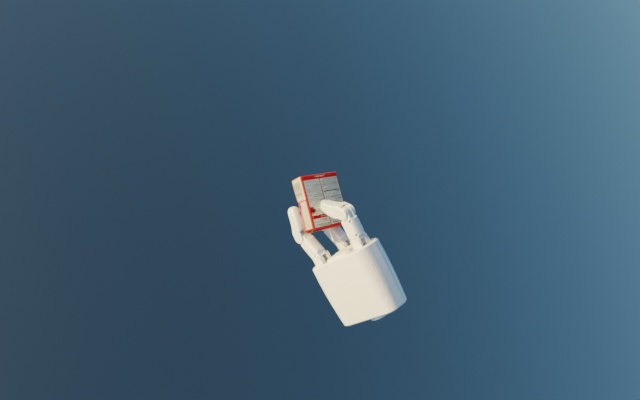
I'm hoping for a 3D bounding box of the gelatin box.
[{"bbox_3d":[0.000,0.002,0.764,0.073,0.089,0.030,-11,-6,-37],"label":"gelatin box"}]
